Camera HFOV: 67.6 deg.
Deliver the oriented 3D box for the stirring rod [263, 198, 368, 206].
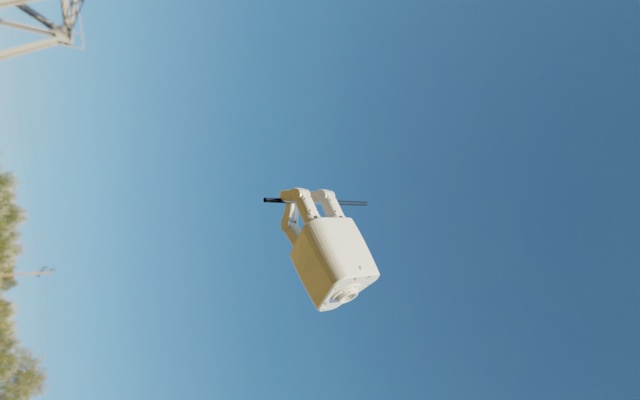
[{"bbox_3d":[0.000,0.003,0.839,0.239,0.011,0.011,2,-2,-43],"label":"stirring rod"}]
